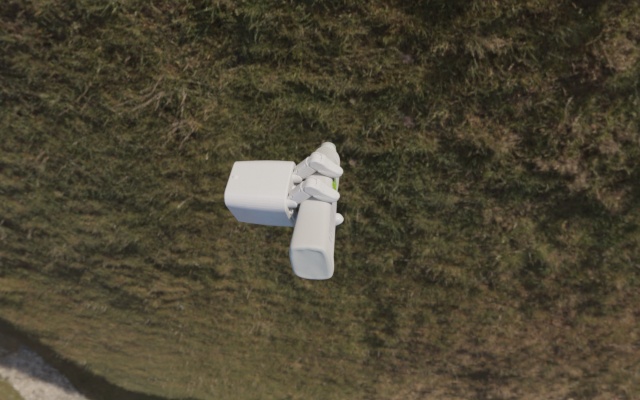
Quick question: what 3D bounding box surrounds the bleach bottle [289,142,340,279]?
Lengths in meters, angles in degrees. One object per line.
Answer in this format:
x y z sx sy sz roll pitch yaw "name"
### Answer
0.000 0.003 0.823 0.068 0.250 0.103 2 -39 8 "bleach bottle"
